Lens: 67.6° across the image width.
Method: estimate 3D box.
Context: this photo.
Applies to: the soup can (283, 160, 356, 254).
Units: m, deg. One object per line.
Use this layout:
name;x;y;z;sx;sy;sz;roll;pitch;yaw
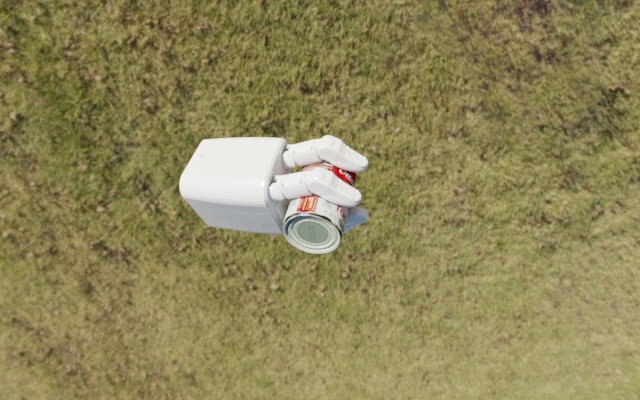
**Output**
soup can;0.001;0.002;0.550;0.068;0.102;0.069;8;-44;8
